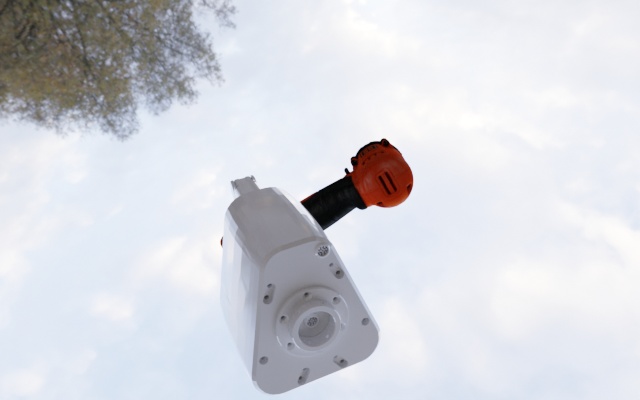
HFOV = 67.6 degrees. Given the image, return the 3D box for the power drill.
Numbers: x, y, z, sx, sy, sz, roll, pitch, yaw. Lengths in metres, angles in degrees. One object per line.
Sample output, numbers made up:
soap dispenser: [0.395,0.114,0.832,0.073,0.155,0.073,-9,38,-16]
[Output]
power drill: [0.000,0.002,0.478,0.187,0.057,0.184,-32,6,8]
